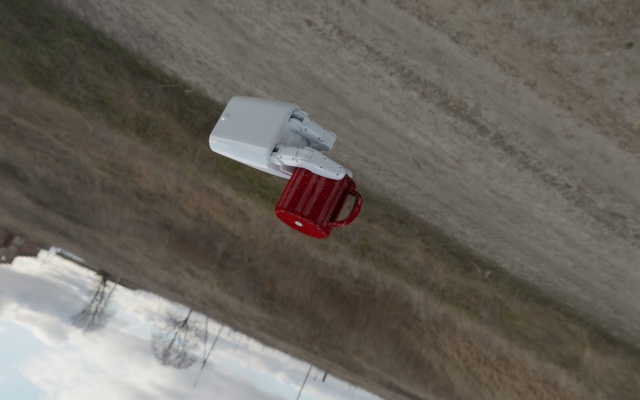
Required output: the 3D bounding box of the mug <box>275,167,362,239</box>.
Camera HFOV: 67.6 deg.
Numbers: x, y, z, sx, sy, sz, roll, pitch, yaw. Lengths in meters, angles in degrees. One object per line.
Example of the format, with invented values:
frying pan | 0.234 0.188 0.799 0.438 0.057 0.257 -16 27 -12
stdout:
mug | 0.001 0.003 0.638 0.117 0.081 0.093 17 -19 29
